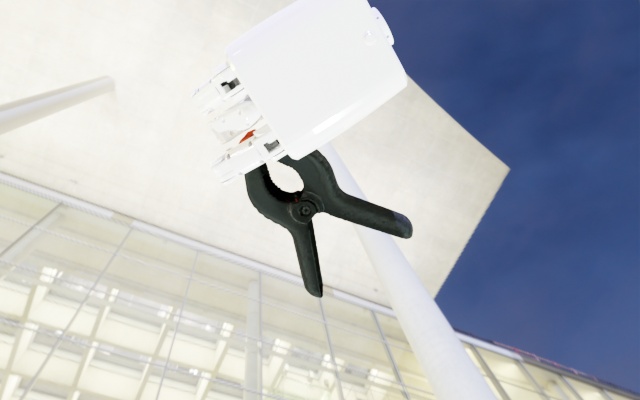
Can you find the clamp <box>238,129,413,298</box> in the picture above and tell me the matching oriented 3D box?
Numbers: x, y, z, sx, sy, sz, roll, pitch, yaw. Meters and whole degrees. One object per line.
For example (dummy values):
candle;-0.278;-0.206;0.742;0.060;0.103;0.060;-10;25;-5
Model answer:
clamp;0.000;0.001;0.428;0.120;0.171;0.039;-30;20;10
